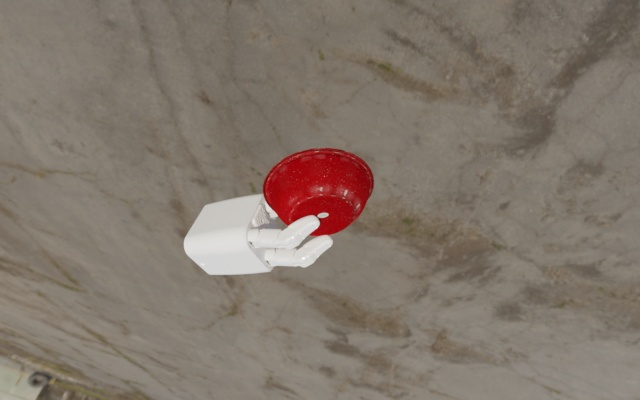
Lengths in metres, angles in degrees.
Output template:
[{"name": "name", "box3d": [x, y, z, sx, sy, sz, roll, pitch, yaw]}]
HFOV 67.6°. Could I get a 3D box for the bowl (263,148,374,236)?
[{"name": "bowl", "box3d": [0.001, 0.002, 0.673, 0.162, 0.055, 0.162, -4, -40, -4]}]
